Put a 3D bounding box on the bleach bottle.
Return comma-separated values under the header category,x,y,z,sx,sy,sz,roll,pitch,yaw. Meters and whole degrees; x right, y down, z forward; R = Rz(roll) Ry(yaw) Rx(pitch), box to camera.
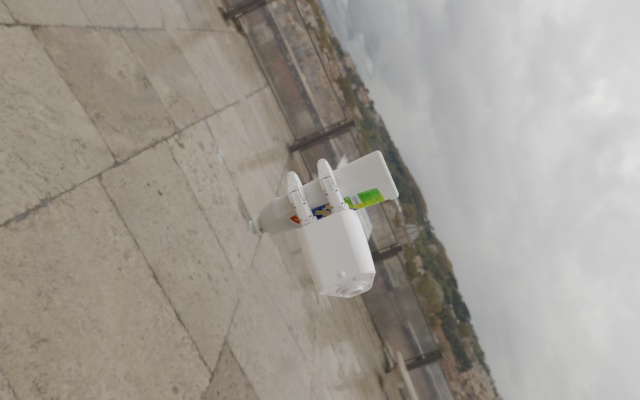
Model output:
category,x,y,z,sx,sy,sz,roll,pitch,yaw
bleach bottle,0.000,0.003,0.808,0.251,0.068,0.103,-23,-25,9
